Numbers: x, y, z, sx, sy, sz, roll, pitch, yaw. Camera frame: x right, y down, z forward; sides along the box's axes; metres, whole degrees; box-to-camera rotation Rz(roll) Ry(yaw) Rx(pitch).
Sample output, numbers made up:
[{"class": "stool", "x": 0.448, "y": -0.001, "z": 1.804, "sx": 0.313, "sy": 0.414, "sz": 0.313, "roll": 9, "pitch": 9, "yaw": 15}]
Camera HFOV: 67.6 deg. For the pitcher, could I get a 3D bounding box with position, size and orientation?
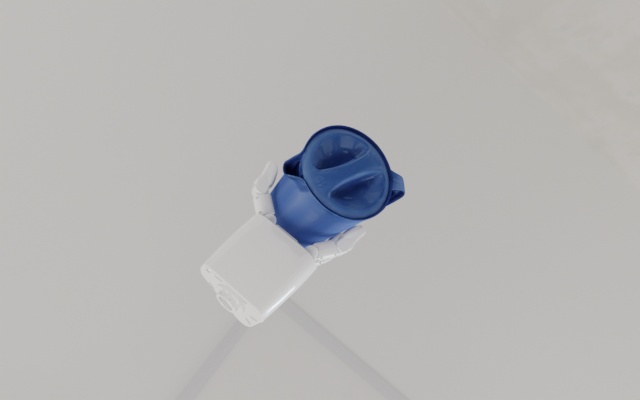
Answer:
[{"class": "pitcher", "x": 0.000, "y": 0.002, "z": 0.715, "sx": 0.145, "sy": 0.149, "sz": 0.243, "roll": -45, "pitch": 3, "yaw": -31}]
